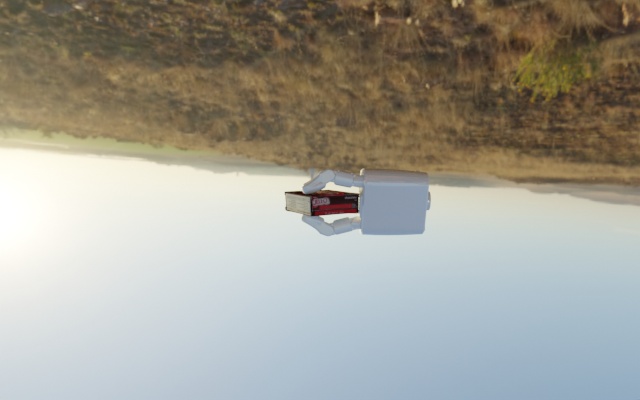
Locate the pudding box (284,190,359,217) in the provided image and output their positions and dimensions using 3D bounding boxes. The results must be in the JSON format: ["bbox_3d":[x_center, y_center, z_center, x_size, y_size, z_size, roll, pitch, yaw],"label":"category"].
[{"bbox_3d":[0.000,0.003,0.814,0.090,0.039,0.113,-2,3,-27],"label":"pudding box"}]
